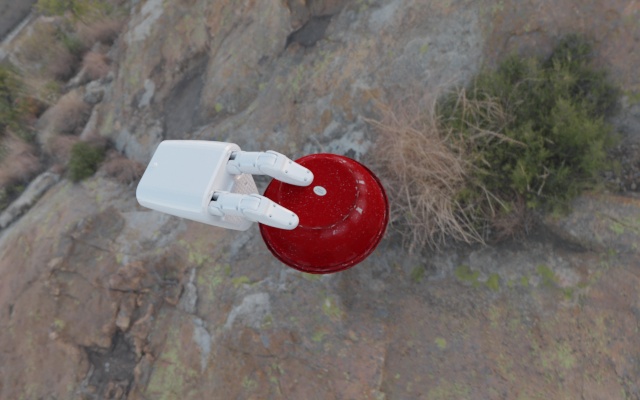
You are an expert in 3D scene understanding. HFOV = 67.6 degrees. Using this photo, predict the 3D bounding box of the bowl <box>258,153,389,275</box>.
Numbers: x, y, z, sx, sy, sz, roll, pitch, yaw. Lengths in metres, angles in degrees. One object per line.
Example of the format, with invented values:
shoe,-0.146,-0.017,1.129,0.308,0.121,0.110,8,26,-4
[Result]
bowl,0.001,0.002,0.562,0.162,0.162,0.055,0,-26,7
